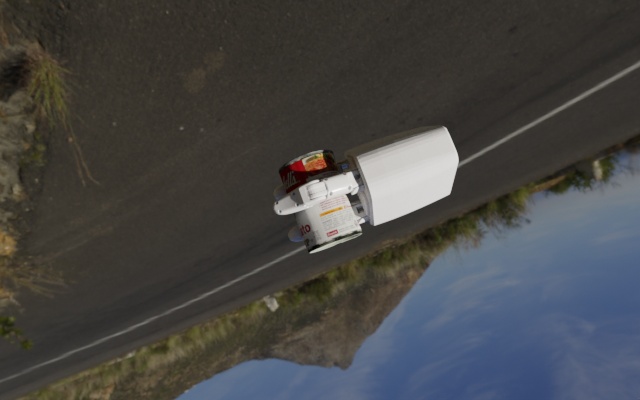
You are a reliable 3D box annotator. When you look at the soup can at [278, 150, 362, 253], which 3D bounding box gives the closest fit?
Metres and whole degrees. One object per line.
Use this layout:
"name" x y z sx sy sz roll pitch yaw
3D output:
"soup can" 0.000 0.002 0.550 0.068 0.102 0.068 -20 -9 -3
